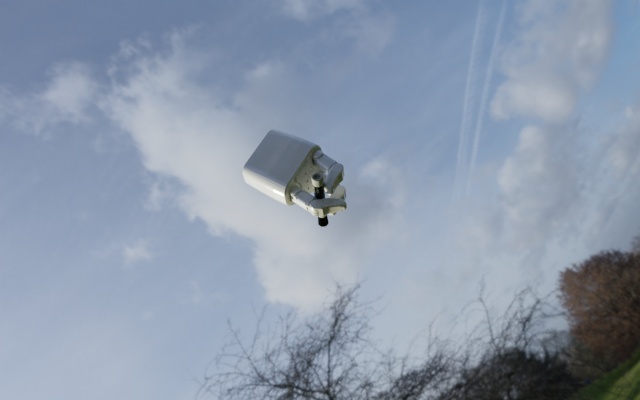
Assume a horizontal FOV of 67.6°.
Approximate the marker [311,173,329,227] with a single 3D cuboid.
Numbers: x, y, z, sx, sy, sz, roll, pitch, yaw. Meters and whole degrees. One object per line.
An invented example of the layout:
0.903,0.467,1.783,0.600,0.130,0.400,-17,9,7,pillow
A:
0.000,0.003,0.809,0.020,0.020,0.121,0,-43,7,marker
